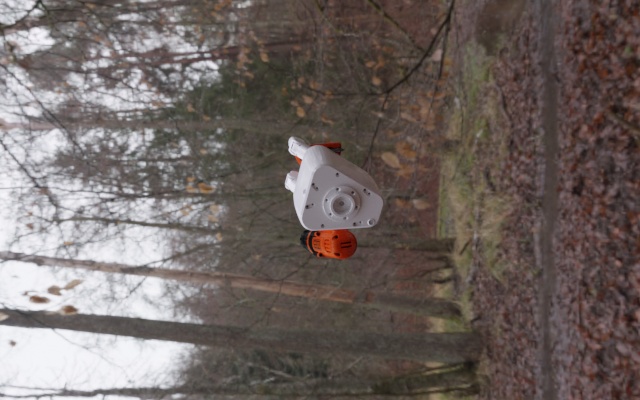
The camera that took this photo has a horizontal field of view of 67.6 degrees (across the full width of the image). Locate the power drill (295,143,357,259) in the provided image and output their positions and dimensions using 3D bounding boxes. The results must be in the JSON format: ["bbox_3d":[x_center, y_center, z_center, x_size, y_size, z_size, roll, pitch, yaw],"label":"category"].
[{"bbox_3d":[0.000,0.002,0.801,0.057,0.187,0.184,-9,2,-22],"label":"power drill"}]
